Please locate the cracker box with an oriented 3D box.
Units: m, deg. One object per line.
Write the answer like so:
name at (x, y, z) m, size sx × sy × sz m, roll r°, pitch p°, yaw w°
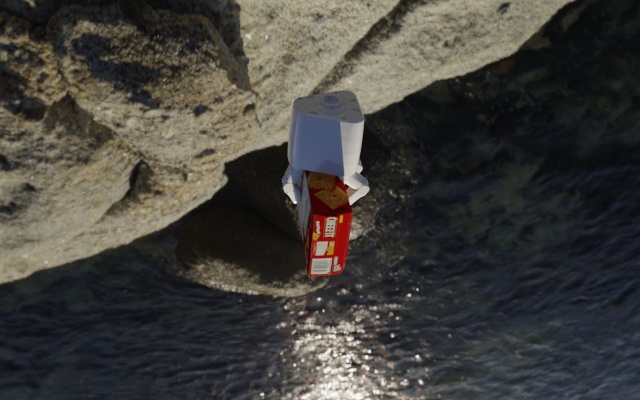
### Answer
cracker box at (0.000, 0.003, 0.865) m, size 0.072 × 0.164 × 0.213 m, roll -3°, pitch 45°, yaw -8°
